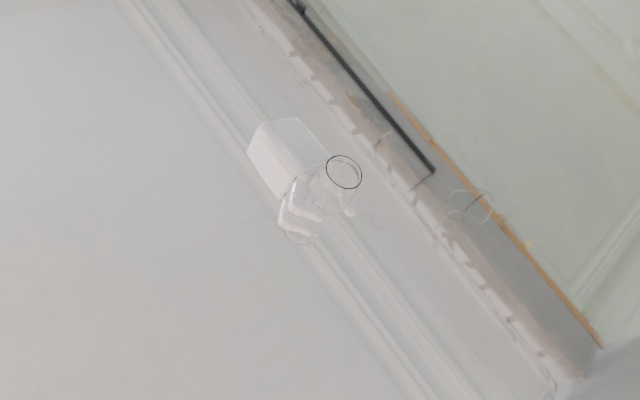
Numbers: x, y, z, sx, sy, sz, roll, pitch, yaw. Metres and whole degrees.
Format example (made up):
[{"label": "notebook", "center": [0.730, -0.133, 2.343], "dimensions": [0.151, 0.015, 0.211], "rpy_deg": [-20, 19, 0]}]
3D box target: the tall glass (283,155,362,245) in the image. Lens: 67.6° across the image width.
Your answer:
[{"label": "tall glass", "center": [0.000, 0.003, 0.812], "dimensions": [0.079, 0.079, 0.201], "rpy_deg": [0, -28, -25]}]
